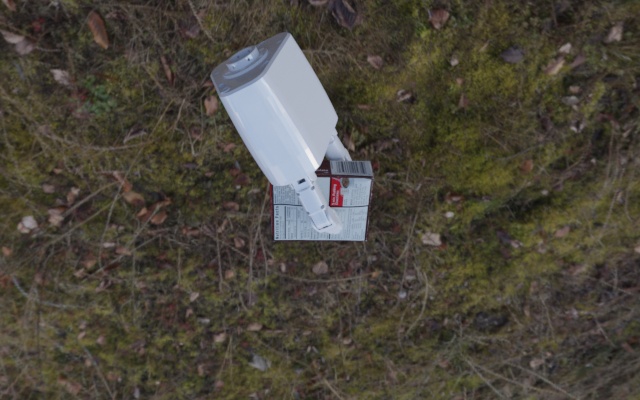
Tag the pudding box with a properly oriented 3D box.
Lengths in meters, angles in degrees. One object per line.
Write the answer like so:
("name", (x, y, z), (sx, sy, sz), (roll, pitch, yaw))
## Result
("pudding box", (0.000, 0.002, 0.539), (0.113, 0.090, 0.039), (1, 33, -2))
